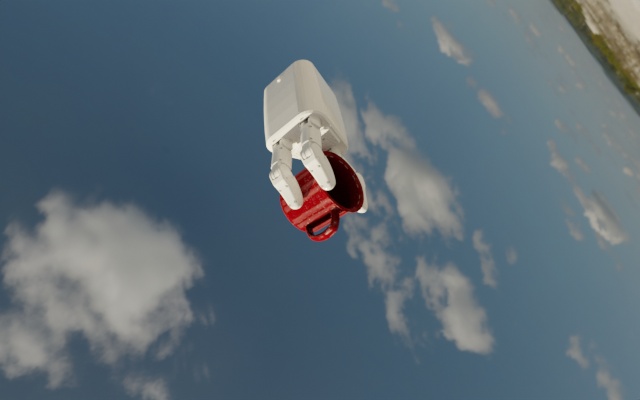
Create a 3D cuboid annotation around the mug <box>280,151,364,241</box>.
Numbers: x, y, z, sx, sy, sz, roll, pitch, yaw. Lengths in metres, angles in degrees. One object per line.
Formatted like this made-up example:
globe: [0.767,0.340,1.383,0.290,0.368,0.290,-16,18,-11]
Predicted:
mug: [0.000,0.003,0.648,0.093,0.117,0.081,24,-44,-38]
